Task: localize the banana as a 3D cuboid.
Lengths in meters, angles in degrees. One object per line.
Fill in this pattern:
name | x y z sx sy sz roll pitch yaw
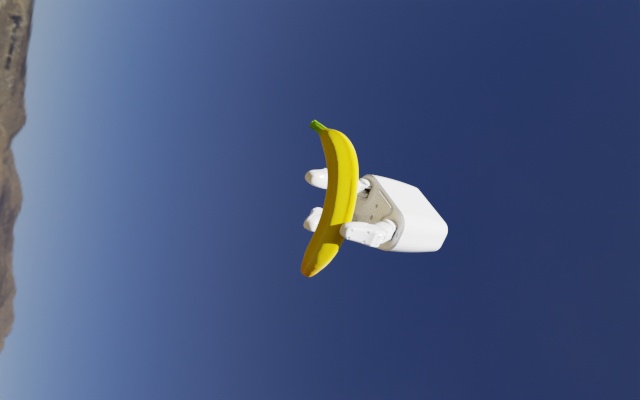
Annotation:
banana | 0.013 -0.001 0.588 0.037 0.198 0.069 7 -3 -45
